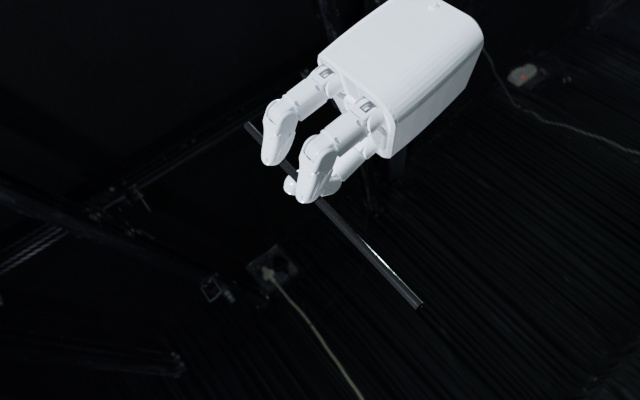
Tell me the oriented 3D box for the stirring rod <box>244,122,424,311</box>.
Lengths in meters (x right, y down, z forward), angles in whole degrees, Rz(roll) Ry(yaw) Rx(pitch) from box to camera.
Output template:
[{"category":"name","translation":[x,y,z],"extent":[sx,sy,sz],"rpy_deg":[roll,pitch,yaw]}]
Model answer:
[{"category":"stirring rod","translation":[0.000,0.001,0.403],"extent":[0.011,0.011,0.239],"rpy_deg":[0,38,-49]}]
